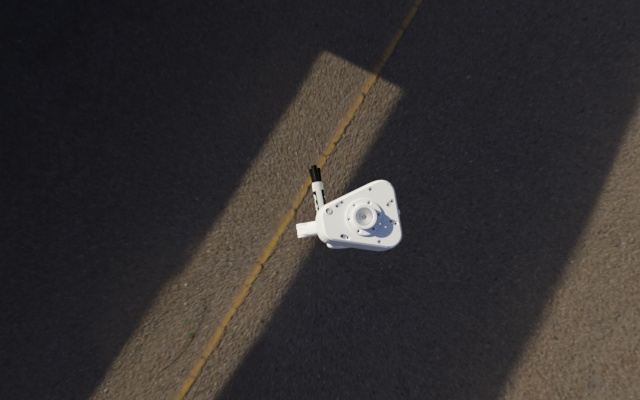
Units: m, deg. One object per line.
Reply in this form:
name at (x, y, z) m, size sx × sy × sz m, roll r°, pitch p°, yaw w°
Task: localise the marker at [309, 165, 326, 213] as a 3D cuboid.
marker at (0.000, 0.003, 0.765) m, size 0.020 × 0.121 × 0.020 m, roll -10°, pitch -5°, yaw -1°
